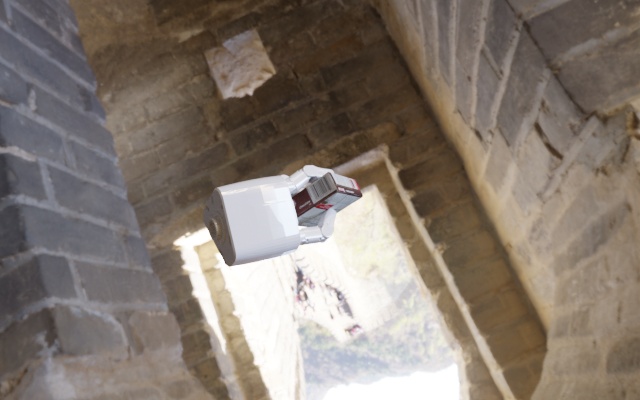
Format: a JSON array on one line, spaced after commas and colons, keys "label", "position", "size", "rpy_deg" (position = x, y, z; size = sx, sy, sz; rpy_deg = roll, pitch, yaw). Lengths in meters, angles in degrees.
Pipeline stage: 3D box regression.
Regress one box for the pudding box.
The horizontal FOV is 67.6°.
[{"label": "pudding box", "position": [0.000, 0.003, 0.777], "size": [0.113, 0.039, 0.090], "rpy_deg": [-32, -20, 25]}]
